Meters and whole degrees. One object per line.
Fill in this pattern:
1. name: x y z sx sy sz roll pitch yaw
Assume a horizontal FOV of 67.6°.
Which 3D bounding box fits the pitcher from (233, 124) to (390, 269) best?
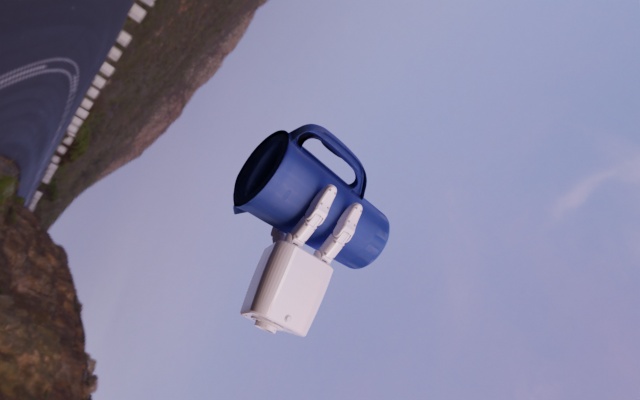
1. pitcher: 0.000 0.003 0.743 0.243 0.145 0.149 34 -26 -28
